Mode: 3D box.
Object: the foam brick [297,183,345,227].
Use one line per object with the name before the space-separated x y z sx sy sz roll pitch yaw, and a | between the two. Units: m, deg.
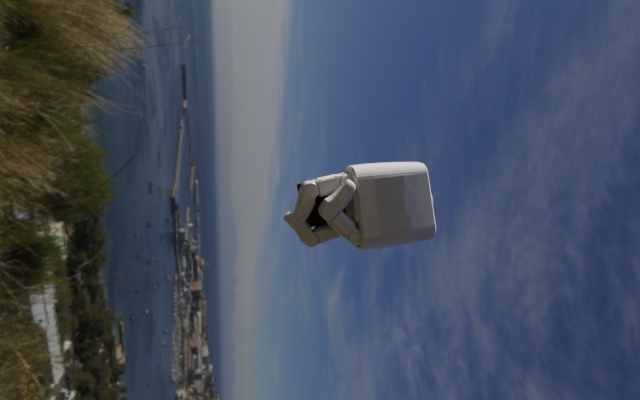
foam brick | 0.000 0.002 0.692 0.051 0.053 0.078 -10 12 -11
